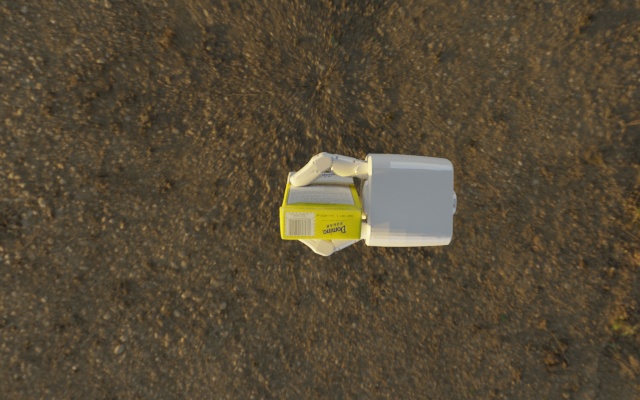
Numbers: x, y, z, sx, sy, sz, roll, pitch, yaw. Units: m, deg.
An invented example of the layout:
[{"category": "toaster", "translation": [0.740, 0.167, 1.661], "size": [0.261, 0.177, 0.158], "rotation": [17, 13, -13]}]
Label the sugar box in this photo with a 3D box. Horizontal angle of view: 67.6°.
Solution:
[{"category": "sugar box", "translation": [0.000, 0.003, 0.619], "size": [0.093, 0.048, 0.176], "rotation": [1, 14, 0]}]
